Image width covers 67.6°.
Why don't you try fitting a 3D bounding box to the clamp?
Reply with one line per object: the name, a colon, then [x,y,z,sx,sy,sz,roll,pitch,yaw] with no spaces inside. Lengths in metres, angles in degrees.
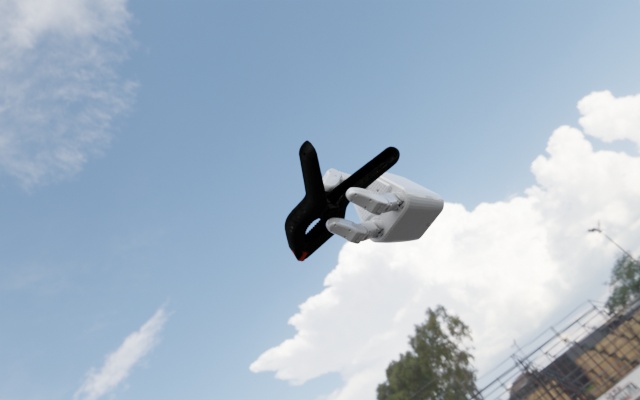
clamp: [0.000,0.002,0.652,0.164,0.210,0.036,6,38,-43]
